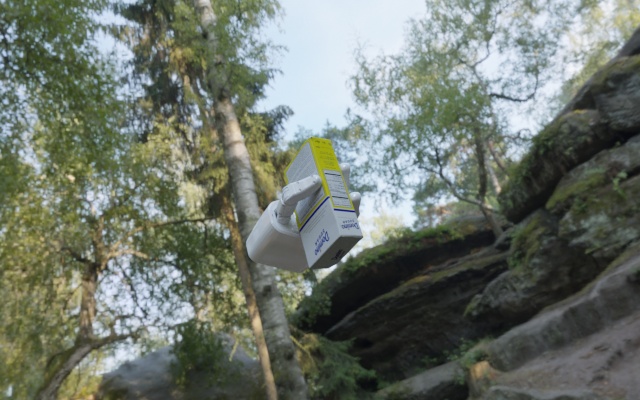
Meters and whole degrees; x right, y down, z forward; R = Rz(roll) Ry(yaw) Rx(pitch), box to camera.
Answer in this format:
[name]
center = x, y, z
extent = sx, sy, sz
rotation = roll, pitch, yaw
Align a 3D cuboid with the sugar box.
[sugar box]
center = 0.000, 0.002, 0.701
extent = 0.048, 0.176, 0.093
rotation = 3, -36, -33
